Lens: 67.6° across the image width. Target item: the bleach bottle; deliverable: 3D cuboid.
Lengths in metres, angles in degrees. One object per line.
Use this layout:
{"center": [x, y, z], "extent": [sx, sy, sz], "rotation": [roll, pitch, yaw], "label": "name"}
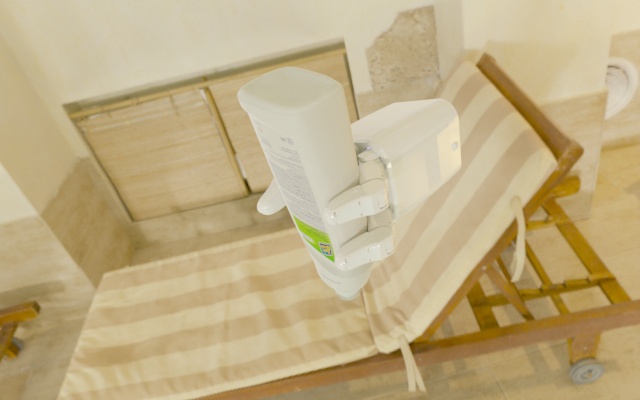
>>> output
{"center": [0.000, 0.002, 0.475], "extent": [0.068, 0.251, 0.102], "rotation": [-33, 40, -23], "label": "bleach bottle"}
